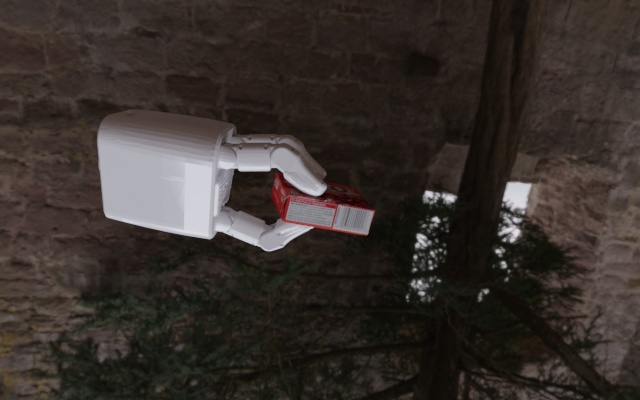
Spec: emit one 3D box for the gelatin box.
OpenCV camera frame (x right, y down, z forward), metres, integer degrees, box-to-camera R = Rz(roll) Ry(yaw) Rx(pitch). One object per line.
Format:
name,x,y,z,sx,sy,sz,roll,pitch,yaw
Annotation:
gelatin box,0.000,0.002,0.474,0.089,0.030,0.073,10,16,-16
